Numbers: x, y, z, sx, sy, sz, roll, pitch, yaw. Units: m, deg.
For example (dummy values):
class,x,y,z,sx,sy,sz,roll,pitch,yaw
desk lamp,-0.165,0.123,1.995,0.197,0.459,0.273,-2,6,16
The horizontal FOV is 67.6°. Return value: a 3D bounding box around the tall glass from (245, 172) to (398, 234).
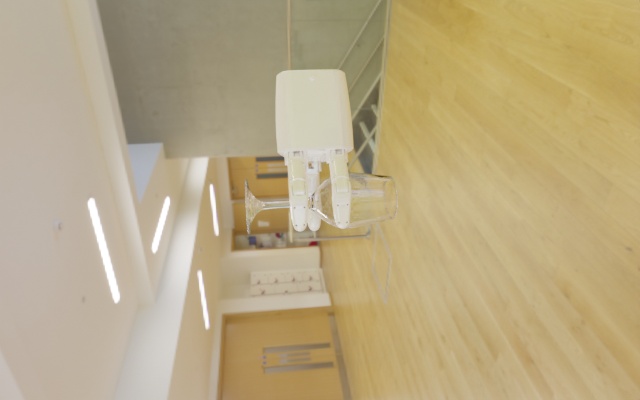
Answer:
class,x,y,z,sx,sy,sz,roll,pitch,yaw
tall glass,-0.001,0.002,0.652,0.201,0.079,0.079,-3,0,-7
